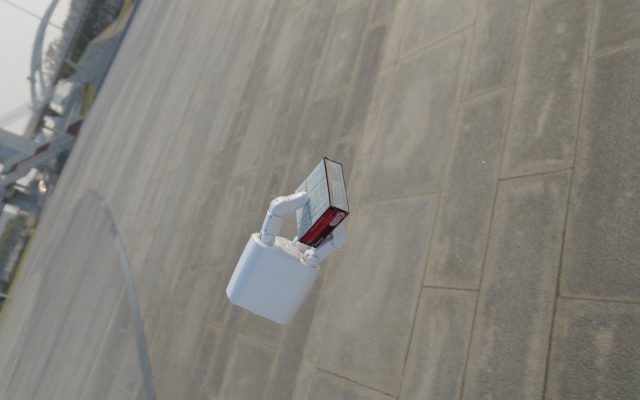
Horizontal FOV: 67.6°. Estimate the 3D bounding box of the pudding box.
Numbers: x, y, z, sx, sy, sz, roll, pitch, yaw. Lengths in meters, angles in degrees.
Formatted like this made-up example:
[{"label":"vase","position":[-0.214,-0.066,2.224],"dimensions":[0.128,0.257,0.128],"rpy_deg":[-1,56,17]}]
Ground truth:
[{"label":"pudding box","position":[0.000,0.002,0.731],"dimensions":[0.039,0.113,0.090],"rpy_deg":[22,-51,-28]}]
